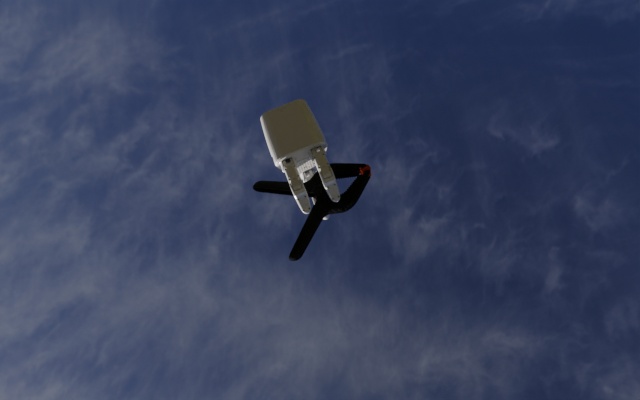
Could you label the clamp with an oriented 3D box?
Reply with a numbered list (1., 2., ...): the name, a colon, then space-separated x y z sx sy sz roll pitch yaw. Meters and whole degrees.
1. clamp: 0.001 0.003 0.848 0.210 0.164 0.036 -22 -20 -1
